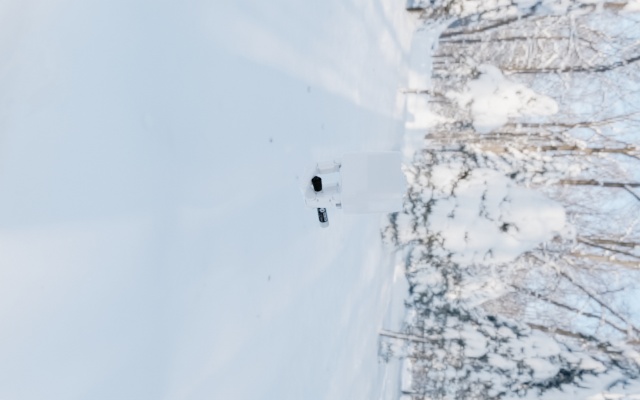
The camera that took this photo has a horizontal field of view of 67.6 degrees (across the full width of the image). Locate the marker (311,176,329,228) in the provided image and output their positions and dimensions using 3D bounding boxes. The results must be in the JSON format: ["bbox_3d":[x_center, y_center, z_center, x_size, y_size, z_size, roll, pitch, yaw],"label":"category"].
[{"bbox_3d":[0.000,0.003,0.876,0.020,0.121,0.020,-5,43,5],"label":"marker"}]
